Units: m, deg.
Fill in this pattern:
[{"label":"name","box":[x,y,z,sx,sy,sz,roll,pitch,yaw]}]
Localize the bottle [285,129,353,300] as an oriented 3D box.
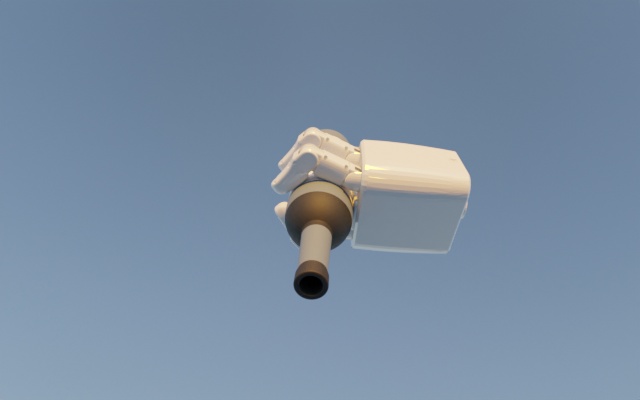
[{"label":"bottle","box":[0.000,0.002,0.498,0.069,0.069,0.295,0,26,3]}]
